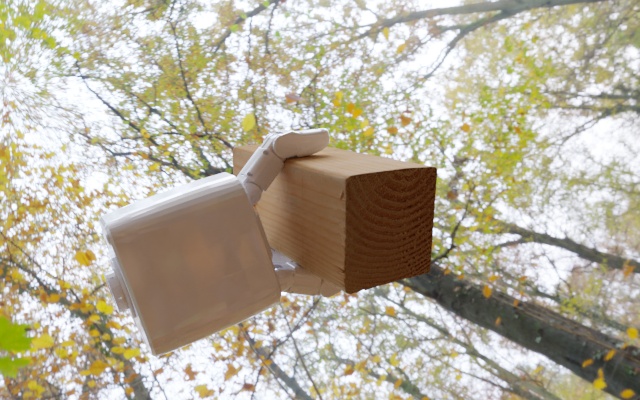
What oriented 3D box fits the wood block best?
[{"bbox_3d":[0.000,0.001,0.443,0.090,0.091,0.206,-8,16,-32],"label":"wood block"}]
